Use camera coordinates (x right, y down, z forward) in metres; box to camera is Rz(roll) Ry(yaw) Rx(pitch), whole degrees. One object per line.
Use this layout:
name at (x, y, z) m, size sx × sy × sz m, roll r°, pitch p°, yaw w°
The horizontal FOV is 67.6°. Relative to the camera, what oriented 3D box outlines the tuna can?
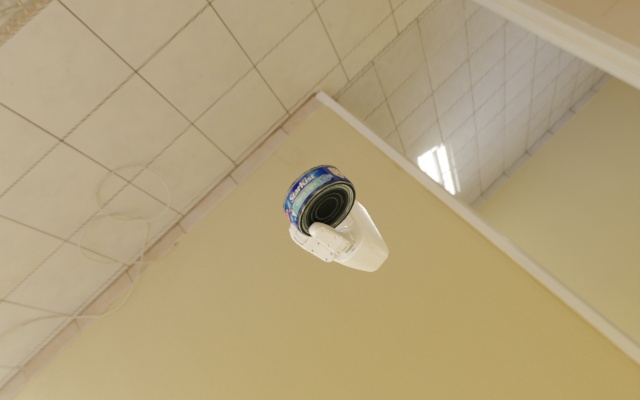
tuna can at (0.000, 0.002, 0.569) m, size 0.086 × 0.086 × 0.033 m, roll 0°, pitch 36°, yaw -44°
